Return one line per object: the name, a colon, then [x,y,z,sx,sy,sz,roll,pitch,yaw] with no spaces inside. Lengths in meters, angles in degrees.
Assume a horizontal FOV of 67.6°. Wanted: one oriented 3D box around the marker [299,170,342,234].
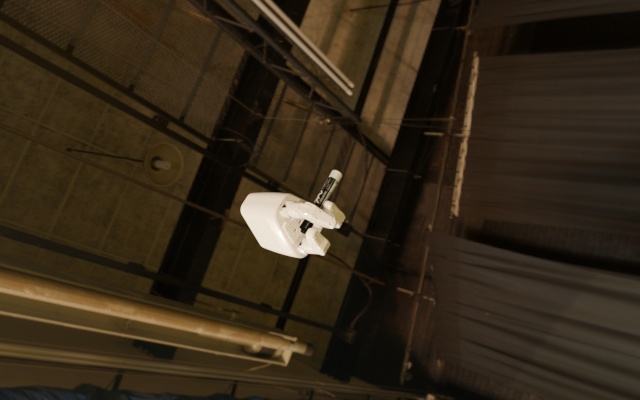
marker: [0.000,0.003,0.776,0.020,0.121,0.020,25,-23,11]
